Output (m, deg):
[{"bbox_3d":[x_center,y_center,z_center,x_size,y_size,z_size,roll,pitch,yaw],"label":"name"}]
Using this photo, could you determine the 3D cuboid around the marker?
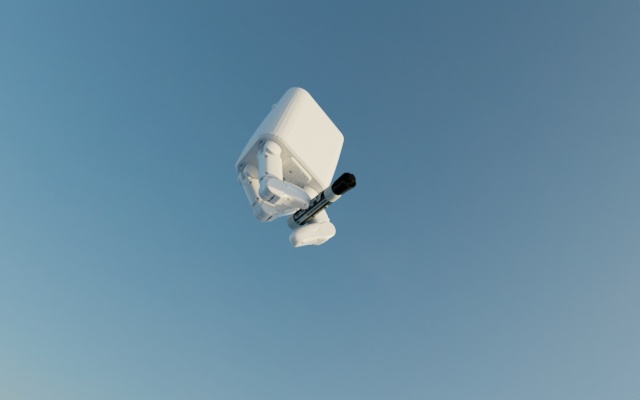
[{"bbox_3d":[0.000,0.002,0.542,0.020,0.020,0.121,0,-26,-38],"label":"marker"}]
